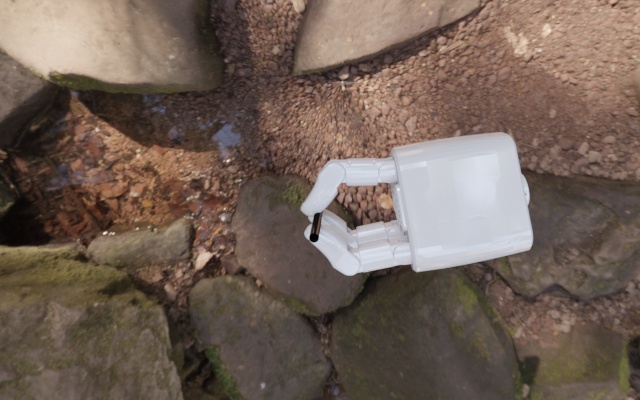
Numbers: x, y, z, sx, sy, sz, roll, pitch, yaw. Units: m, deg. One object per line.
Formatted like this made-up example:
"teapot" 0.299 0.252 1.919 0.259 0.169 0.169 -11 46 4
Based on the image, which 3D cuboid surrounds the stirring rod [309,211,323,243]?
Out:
"stirring rod" 0.000 0.002 0.504 0.011 0.011 0.239 0 14 3
